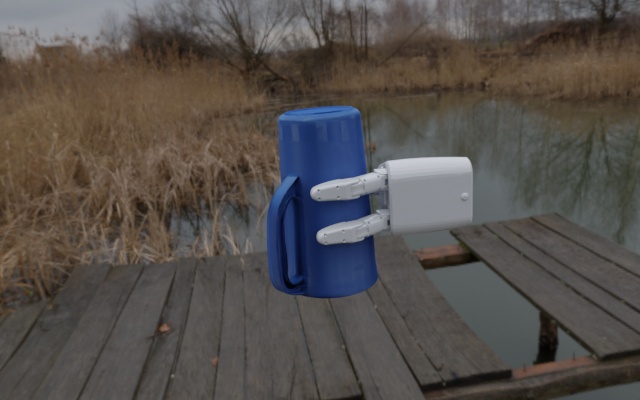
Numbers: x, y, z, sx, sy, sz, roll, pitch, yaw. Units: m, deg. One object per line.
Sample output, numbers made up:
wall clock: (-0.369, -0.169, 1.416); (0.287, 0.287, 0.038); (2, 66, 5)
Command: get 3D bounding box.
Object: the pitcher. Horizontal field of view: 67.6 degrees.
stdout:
pitcher: (0.000, 0.002, 0.640); (0.145, 0.243, 0.149); (-5, 15, -1)
